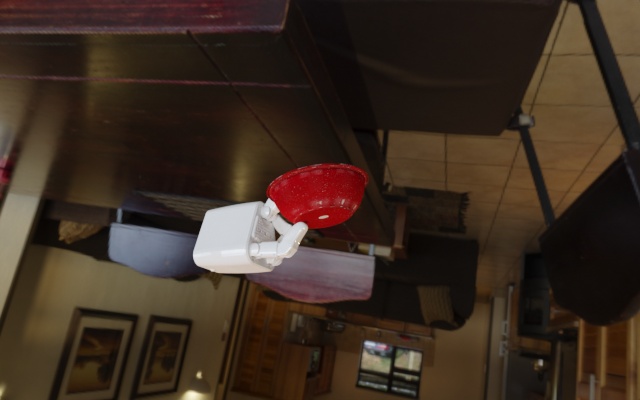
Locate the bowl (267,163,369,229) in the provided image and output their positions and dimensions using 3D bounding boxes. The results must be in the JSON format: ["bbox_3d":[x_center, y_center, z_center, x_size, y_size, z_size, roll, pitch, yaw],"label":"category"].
[{"bbox_3d":[0.001,0.002,0.739,0.162,0.055,0.162,-8,-22,-3],"label":"bowl"}]
